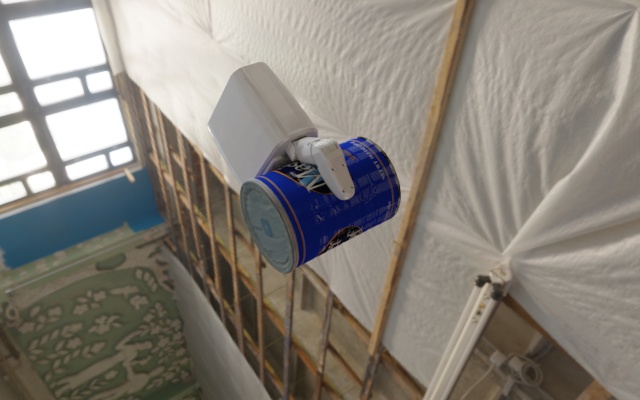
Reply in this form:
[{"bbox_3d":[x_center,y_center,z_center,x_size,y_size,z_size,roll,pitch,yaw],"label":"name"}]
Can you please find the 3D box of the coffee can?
[{"bbox_3d":[0.000,0.002,0.512,0.140,0.103,0.103,-25,12,-27],"label":"coffee can"}]
